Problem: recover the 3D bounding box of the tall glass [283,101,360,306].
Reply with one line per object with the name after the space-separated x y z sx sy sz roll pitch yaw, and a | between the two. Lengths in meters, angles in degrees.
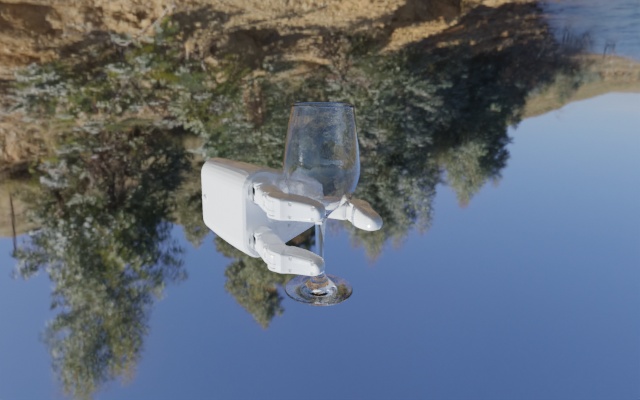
0.000 0.002 0.493 0.079 0.201 0.079 1 17 0 | tall glass
